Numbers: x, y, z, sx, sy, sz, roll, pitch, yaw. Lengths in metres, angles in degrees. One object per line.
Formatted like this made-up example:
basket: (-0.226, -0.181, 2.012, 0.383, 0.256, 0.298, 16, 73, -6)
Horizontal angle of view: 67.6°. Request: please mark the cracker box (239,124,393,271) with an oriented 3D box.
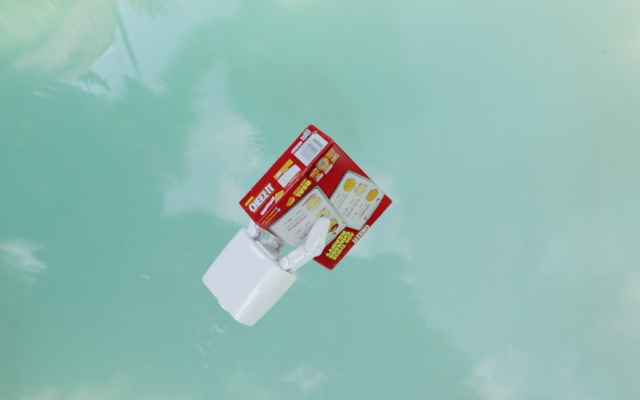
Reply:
cracker box: (0.000, 0.003, 0.765, 0.072, 0.164, 0.214, 44, 4, 40)
